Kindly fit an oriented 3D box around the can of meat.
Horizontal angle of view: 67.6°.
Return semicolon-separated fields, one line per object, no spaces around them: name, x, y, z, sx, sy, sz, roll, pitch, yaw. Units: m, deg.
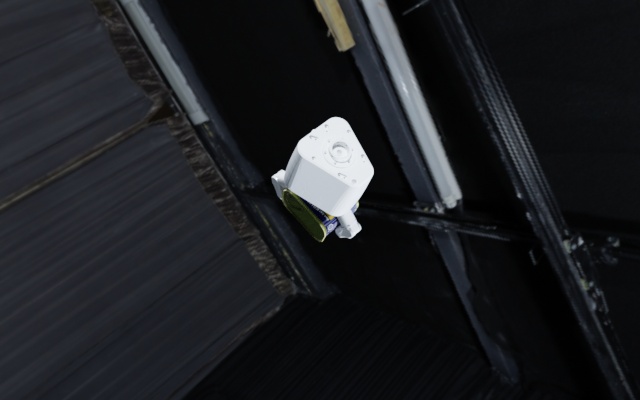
can of meat;0.000;0.003;0.796;0.084;0.102;0.057;-38;-12;-24
